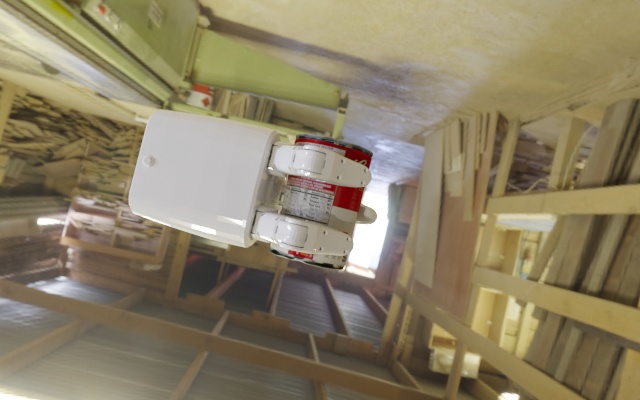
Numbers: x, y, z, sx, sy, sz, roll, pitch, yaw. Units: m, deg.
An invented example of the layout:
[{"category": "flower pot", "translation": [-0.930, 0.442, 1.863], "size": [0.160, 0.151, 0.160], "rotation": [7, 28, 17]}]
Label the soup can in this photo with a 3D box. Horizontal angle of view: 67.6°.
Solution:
[{"category": "soup can", "translation": [0.000, 0.002, 0.407], "size": [0.068, 0.102, 0.068], "rotation": [14, -1, 0]}]
